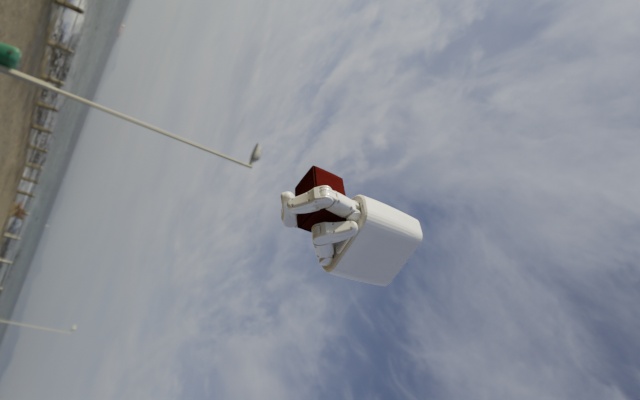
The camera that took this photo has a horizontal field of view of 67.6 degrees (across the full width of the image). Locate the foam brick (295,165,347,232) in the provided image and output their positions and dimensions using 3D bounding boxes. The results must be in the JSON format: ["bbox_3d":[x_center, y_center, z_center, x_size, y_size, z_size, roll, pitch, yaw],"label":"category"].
[{"bbox_3d":[0.000,0.002,0.664,0.051,0.078,0.053,20,-47,-27],"label":"foam brick"}]
